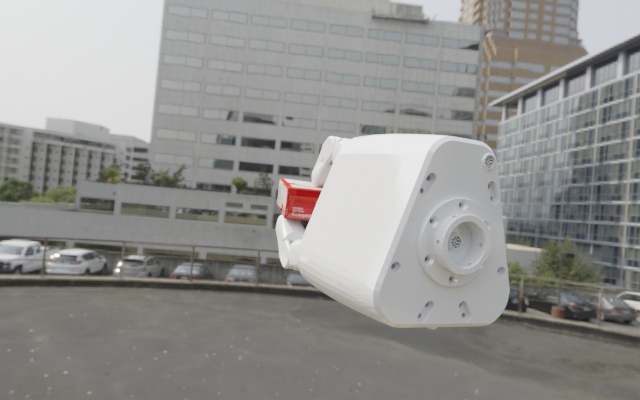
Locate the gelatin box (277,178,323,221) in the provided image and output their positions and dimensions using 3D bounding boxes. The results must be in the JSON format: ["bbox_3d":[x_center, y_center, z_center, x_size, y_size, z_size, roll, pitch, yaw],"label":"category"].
[{"bbox_3d":[0.000,0.001,0.442,0.073,0.030,0.089,7,6,-10],"label":"gelatin box"}]
